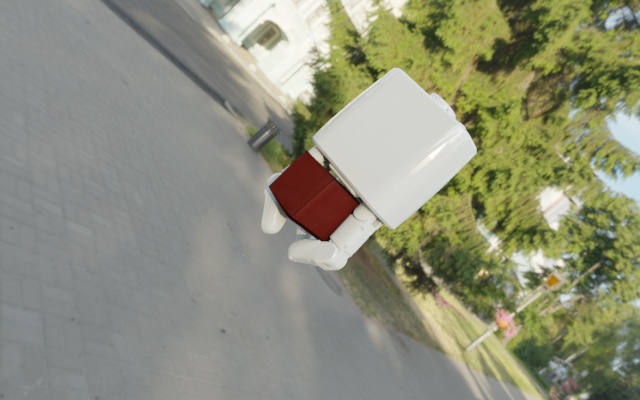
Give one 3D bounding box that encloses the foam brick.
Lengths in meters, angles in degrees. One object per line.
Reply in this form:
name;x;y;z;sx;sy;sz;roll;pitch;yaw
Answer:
foam brick;0.000;0.001;0.448;0.078;0.051;0.053;41;8;-47
